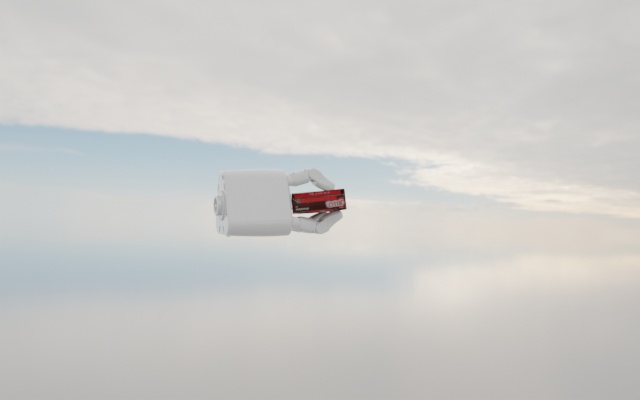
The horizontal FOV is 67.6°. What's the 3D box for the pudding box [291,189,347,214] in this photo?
[{"bbox_3d":[0.000,0.003,0.830,0.090,0.039,0.113,-5,0,3],"label":"pudding box"}]
